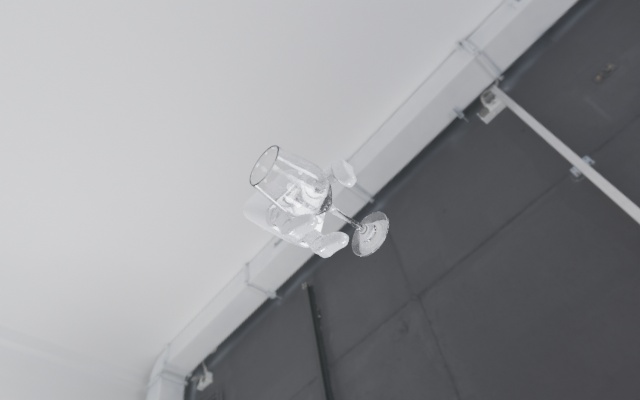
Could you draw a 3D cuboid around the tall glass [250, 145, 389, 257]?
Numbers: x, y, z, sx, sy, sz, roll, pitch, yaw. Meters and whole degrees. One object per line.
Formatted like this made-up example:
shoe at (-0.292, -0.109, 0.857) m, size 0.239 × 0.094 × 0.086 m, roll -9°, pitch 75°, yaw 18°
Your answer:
tall glass at (0.001, 0.002, 0.664) m, size 0.201 × 0.079 × 0.079 m, roll 33°, pitch -17°, yaw -28°
